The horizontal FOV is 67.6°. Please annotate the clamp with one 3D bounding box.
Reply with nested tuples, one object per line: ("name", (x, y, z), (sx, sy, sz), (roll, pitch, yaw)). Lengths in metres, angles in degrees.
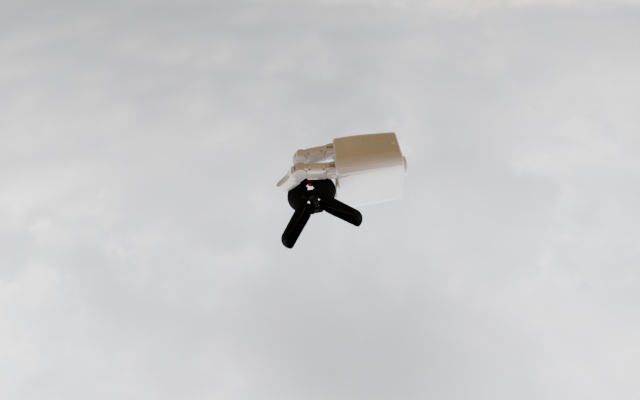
("clamp", (0.000, 0.003, 0.737), (0.120, 0.039, 0.171), (-8, 39, 4))
